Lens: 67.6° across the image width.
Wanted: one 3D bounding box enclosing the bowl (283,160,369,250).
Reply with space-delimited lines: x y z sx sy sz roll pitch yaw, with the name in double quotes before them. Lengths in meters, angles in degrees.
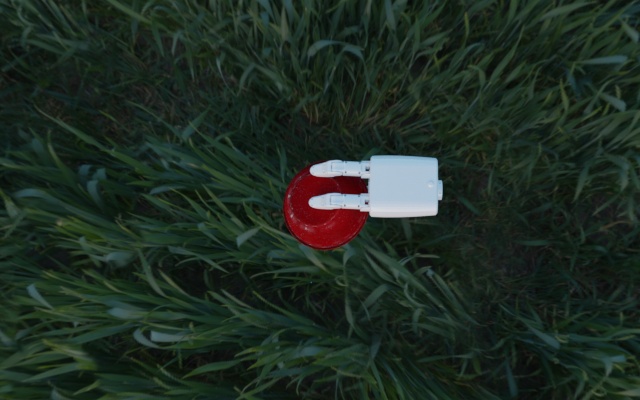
"bowl" -0.001 0.003 0.821 0.162 0.162 0.055 0 -10 19
